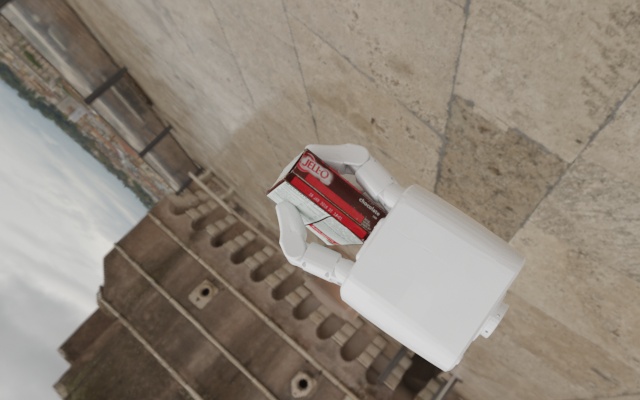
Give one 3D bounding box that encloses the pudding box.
[{"bbox_3d":[0.000,0.002,0.445,0.090,0.039,0.113,39,-15,-8],"label":"pudding box"}]
